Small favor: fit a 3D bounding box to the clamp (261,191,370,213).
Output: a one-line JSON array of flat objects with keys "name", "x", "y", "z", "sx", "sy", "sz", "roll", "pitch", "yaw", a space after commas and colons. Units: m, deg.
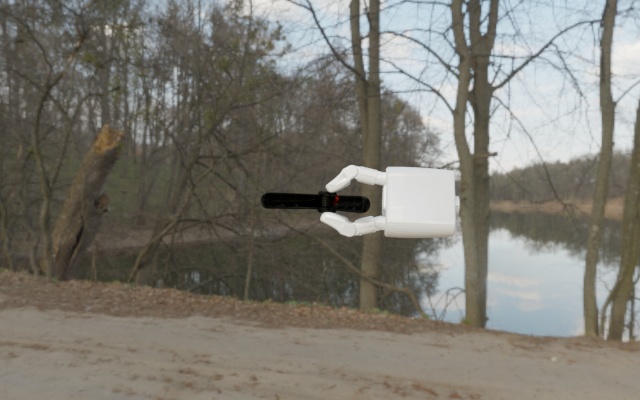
[{"name": "clamp", "x": 0.000, "y": 0.002, "z": 0.788, "sx": 0.164, "sy": 0.036, "sz": 0.210, "roll": 3, "pitch": 1, "yaw": 6}]
